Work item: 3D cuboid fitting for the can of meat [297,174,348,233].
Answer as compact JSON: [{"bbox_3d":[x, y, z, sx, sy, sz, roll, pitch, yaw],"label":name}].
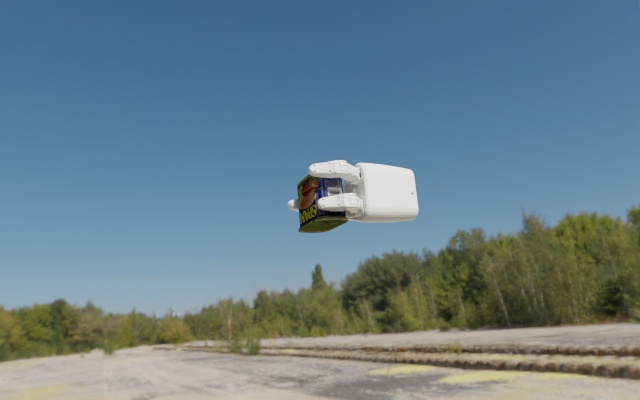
[{"bbox_3d":[0.000,0.002,0.787,0.057,0.084,0.102,2,-16,-24],"label":"can of meat"}]
